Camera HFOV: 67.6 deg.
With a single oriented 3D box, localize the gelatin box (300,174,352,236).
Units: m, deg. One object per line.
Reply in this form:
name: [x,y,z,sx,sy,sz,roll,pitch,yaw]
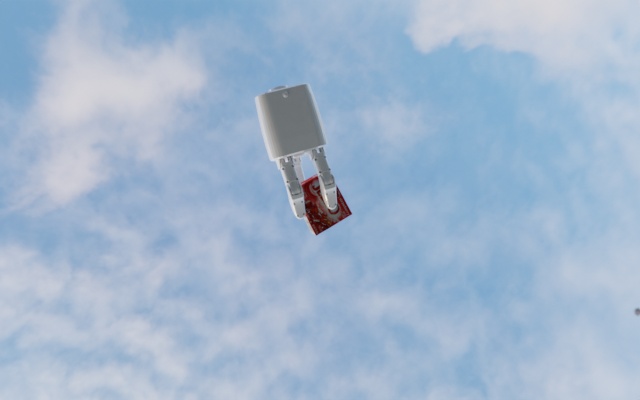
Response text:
gelatin box: [0.000,0.003,0.799,0.073,0.089,0.030,-30,12,-11]
